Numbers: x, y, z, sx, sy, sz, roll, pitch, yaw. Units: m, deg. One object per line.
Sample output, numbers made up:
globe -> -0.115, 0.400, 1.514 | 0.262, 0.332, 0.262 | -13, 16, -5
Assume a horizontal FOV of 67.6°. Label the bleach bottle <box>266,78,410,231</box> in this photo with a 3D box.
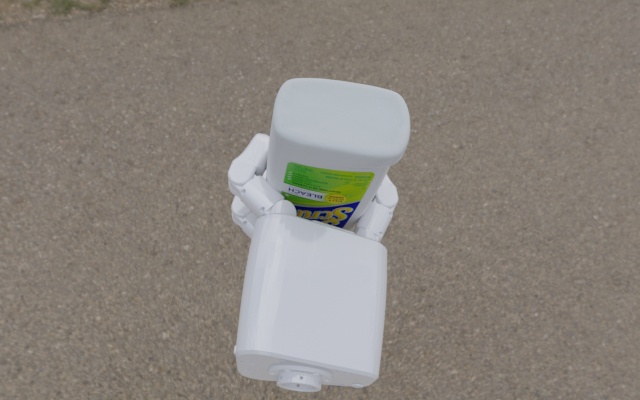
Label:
bleach bottle -> 0.000, 0.001, 0.442 | 0.102, 0.068, 0.251 | 8, -31, -2
